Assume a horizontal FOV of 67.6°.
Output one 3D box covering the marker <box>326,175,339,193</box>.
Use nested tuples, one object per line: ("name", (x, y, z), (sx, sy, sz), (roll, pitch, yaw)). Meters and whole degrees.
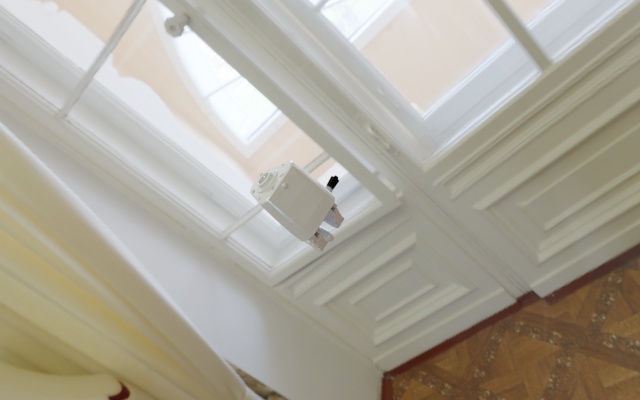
("marker", (0.000, 0.003, 0.887), (0.020, 0.121, 0.020), (29, -18, 10))
